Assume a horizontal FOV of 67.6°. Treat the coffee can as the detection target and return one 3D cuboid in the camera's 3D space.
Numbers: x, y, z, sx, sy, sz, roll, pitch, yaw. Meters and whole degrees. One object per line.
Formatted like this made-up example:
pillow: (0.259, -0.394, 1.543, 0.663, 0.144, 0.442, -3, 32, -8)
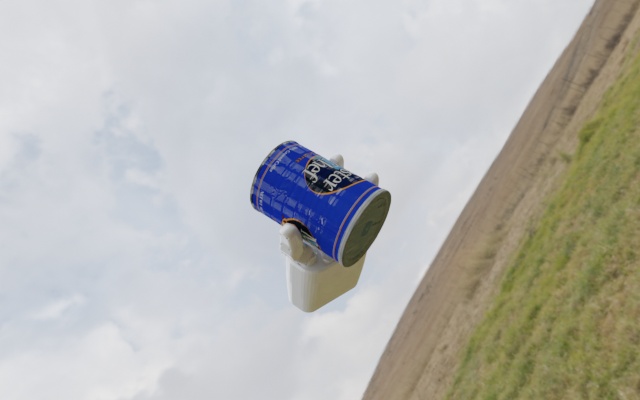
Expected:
coffee can: (0.000, 0.002, 0.583, 0.140, 0.103, 0.103, 30, 13, 23)
